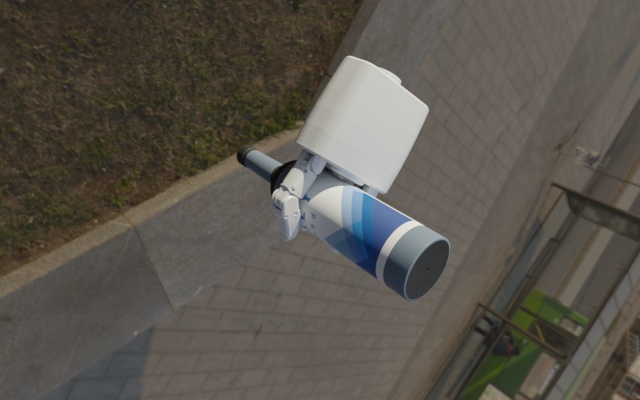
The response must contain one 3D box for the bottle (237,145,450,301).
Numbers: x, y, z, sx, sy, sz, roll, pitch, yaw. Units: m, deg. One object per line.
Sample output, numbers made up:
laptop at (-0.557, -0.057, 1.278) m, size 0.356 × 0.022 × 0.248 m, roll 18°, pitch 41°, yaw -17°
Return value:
bottle at (0.000, 0.002, 0.523) m, size 0.069 × 0.069 × 0.295 m, roll 0°, pitch 25°, yaw -47°
